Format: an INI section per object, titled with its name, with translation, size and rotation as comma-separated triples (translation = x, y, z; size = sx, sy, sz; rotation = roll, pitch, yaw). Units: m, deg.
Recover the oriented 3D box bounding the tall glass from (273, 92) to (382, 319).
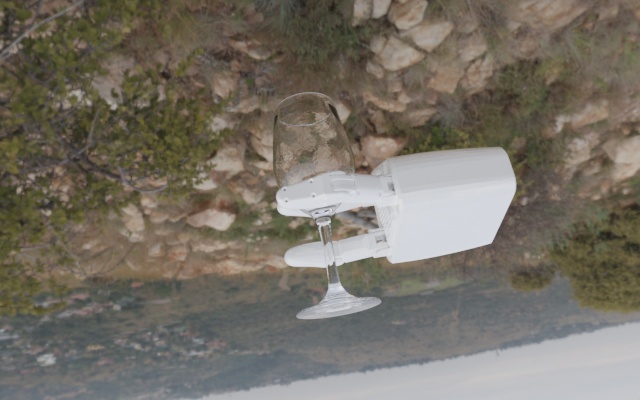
[tall glass]
translation = 0.000, 0.002, 0.442
size = 0.079, 0.201, 0.079
rotation = -9, -20, -3
